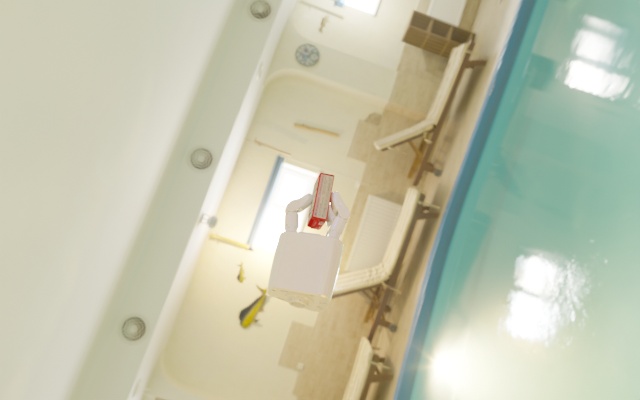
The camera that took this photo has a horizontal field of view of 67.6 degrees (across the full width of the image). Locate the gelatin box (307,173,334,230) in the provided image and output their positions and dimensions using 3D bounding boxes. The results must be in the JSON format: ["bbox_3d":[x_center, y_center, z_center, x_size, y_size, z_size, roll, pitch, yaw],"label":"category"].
[{"bbox_3d":[0.000,0.002,0.875,0.030,0.089,0.073,11,-16,-6],"label":"gelatin box"}]
